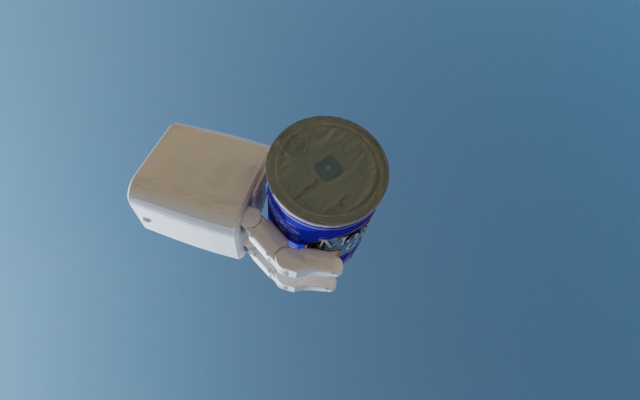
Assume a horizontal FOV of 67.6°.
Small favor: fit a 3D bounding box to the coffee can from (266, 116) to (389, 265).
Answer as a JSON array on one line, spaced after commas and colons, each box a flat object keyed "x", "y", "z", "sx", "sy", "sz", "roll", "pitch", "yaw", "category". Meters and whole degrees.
[{"x": 0.000, "y": 0.001, "z": 0.455, "sx": 0.103, "sy": 0.102, "sz": 0.140, "roll": 0, "pitch": -25, "yaw": -6, "category": "coffee can"}]
